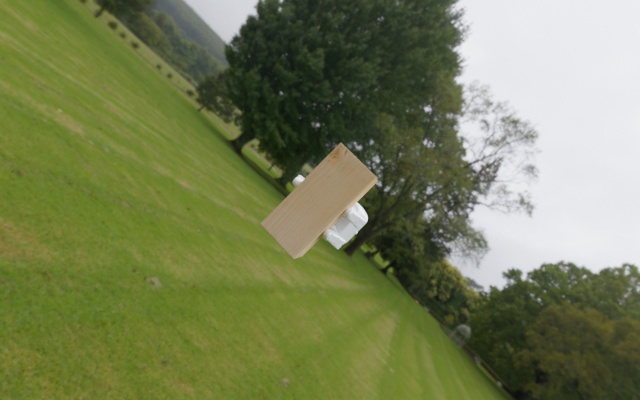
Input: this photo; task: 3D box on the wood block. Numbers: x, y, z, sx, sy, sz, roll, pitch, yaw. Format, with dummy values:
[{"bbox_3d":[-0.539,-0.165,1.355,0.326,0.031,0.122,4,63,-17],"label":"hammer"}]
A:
[{"bbox_3d":[0.000,0.003,0.886,0.091,0.206,0.090,45,4,8],"label":"wood block"}]
